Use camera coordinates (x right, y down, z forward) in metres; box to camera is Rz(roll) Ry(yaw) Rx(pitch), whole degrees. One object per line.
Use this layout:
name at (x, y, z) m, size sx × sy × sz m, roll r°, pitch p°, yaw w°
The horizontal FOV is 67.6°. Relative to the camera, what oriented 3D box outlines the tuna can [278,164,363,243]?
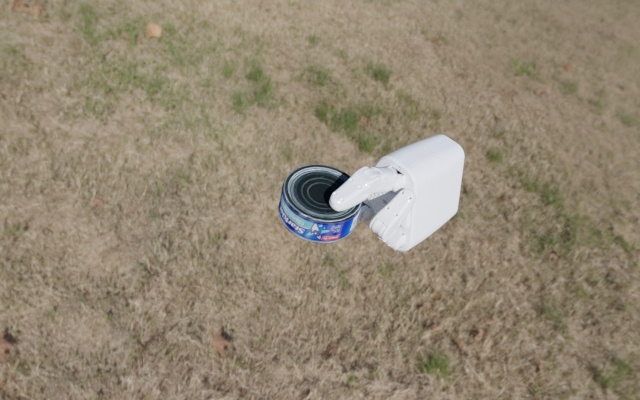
tuna can at (0.000, 0.001, 0.500) m, size 0.086 × 0.086 × 0.034 m, roll 0°, pitch -43°, yaw -14°
